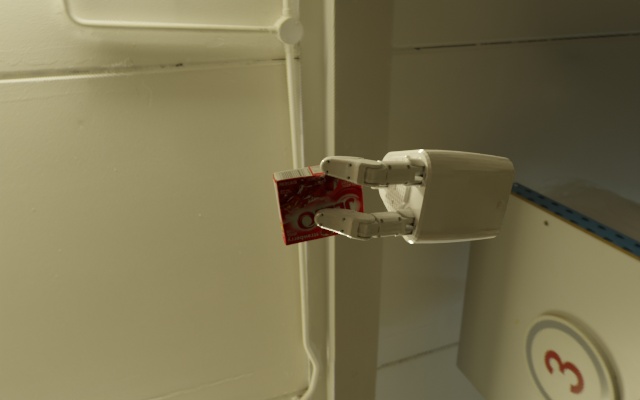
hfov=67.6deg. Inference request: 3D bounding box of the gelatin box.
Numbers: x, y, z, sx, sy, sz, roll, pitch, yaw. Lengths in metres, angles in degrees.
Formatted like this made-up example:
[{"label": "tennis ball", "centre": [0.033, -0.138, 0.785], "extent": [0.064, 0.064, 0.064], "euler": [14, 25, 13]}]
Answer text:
[{"label": "gelatin box", "centre": [0.000, 0.002, 0.497], "extent": [0.089, 0.073, 0.030], "euler": [-10, 24, -9]}]
